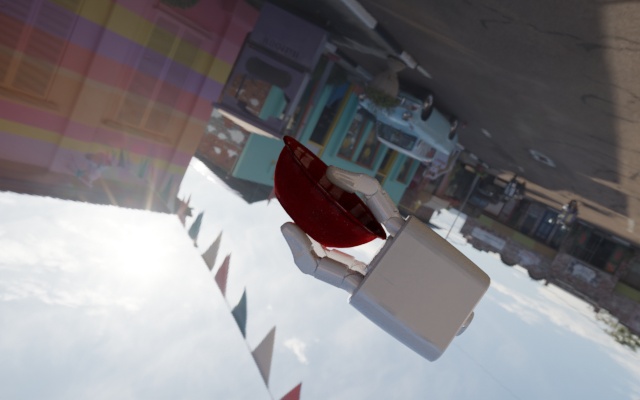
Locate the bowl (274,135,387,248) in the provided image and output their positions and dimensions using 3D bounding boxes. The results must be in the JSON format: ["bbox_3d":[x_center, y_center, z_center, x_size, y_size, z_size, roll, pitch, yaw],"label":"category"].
[{"bbox_3d":[-0.001,0.001,0.539,0.055,0.162,0.162,-44,-10,10],"label":"bowl"}]
